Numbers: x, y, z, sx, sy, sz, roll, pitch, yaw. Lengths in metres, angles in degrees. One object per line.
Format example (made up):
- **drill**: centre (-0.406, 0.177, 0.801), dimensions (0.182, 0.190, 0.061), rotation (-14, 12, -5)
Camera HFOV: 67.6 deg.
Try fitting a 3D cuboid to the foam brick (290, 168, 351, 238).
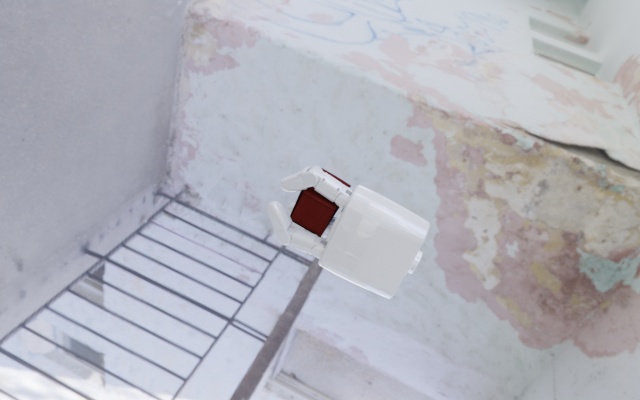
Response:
- **foam brick**: centre (0.000, 0.002, 0.654), dimensions (0.051, 0.053, 0.078), rotation (29, 35, 5)
